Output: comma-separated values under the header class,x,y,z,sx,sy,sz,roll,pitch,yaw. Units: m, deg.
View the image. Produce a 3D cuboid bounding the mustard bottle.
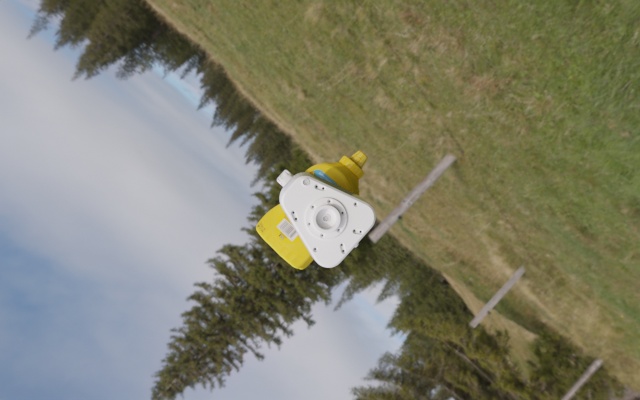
class,x,y,z,sx,sy,sz,roll,pitch,yaw
mustard bottle,0.000,0.003,0.708,0.096,0.191,0.058,42,1,20
